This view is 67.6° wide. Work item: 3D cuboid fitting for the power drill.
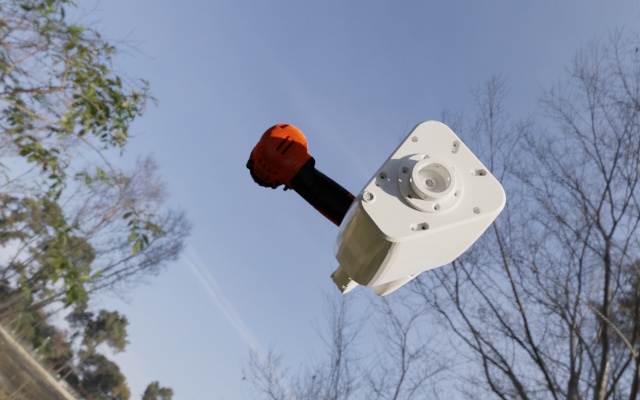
[{"bbox_3d":[0.001,0.002,0.523,0.187,0.057,0.184,38,-10,-6],"label":"power drill"}]
